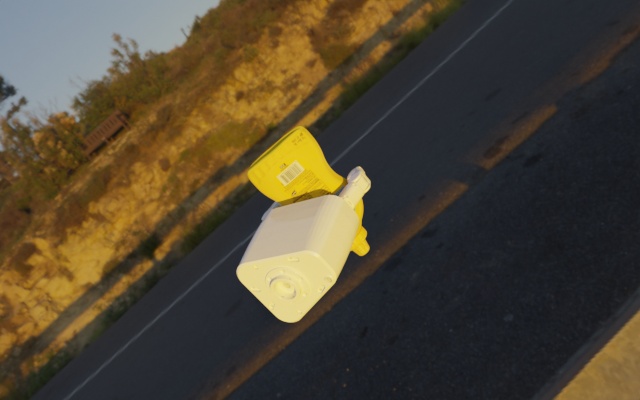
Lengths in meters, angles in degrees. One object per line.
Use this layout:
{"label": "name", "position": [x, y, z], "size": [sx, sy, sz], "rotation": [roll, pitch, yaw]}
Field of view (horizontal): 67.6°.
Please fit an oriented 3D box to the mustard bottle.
{"label": "mustard bottle", "position": [0.000, 0.002, 0.634], "size": [0.096, 0.192, 0.058], "rotation": [-39, 15, 8]}
